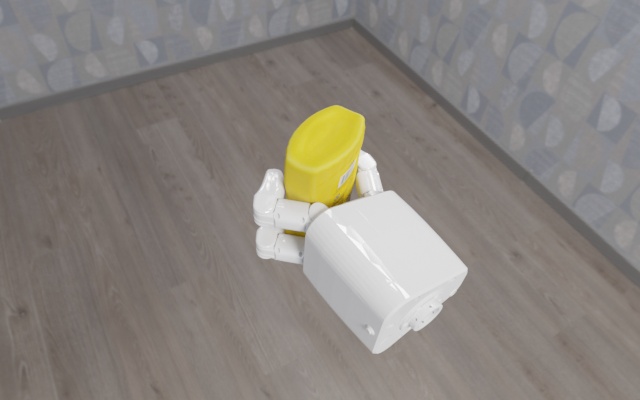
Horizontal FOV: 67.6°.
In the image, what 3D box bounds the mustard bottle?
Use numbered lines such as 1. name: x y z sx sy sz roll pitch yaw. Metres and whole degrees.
1. mustard bottle: 0.000 0.001 0.499 0.058 0.096 0.192 25 -37 16
